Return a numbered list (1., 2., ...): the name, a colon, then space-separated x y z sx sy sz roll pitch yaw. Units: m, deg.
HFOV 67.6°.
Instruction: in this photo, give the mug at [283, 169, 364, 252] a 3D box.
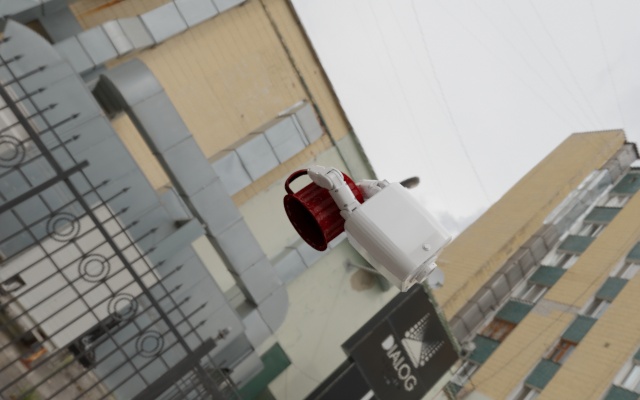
1. mug: -0.001 0.001 0.670 0.081 0.117 0.093 -35 -21 -23
